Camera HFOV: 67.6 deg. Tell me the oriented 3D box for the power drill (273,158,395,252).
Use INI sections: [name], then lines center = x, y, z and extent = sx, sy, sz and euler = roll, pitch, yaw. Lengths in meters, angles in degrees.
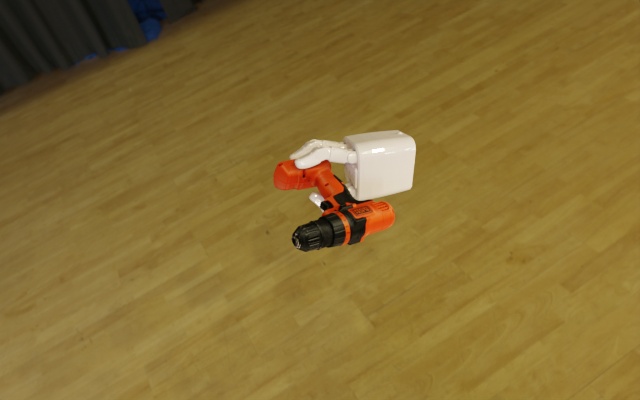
[power drill]
center = 0.000, 0.002, 0.772
extent = 0.184, 0.057, 0.187
euler = -12, 44, -34
